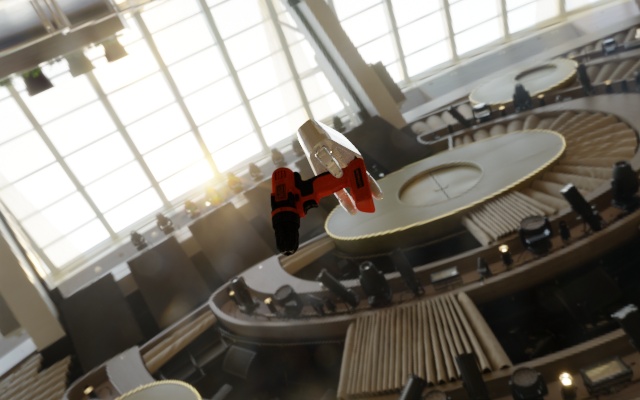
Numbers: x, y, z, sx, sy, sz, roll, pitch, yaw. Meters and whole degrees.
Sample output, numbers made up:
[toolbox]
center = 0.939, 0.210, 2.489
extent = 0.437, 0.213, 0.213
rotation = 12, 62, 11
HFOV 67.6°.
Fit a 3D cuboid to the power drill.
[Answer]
[power drill]
center = 0.001, 0.003, 0.865
extent = 0.187, 0.184, 0.057
rotation = -12, -34, 7
